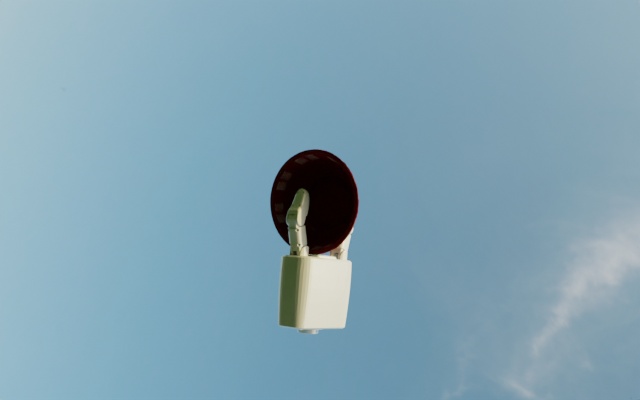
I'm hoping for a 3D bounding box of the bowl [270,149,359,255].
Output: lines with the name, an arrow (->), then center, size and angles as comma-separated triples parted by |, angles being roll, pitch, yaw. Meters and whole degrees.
bowl -> 0.001, 0.001, 0.749 | 0.162, 0.162, 0.055 | 0, 0, 33
